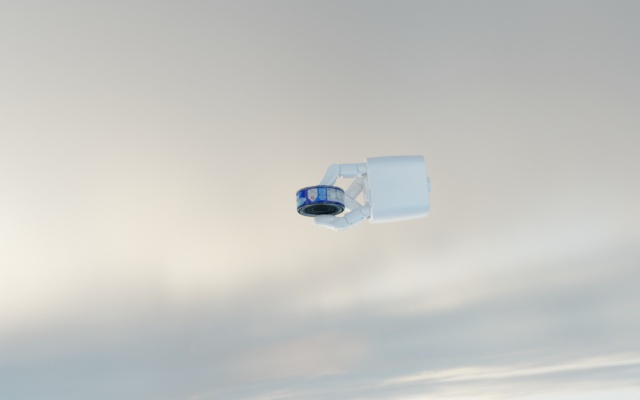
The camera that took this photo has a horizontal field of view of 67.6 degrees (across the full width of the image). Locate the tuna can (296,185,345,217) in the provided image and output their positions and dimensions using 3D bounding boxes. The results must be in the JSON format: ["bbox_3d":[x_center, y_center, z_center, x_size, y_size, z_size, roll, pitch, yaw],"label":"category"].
[{"bbox_3d":[0.000,0.003,0.832,0.086,0.033,0.086,-2,-18,-1],"label":"tuna can"}]
